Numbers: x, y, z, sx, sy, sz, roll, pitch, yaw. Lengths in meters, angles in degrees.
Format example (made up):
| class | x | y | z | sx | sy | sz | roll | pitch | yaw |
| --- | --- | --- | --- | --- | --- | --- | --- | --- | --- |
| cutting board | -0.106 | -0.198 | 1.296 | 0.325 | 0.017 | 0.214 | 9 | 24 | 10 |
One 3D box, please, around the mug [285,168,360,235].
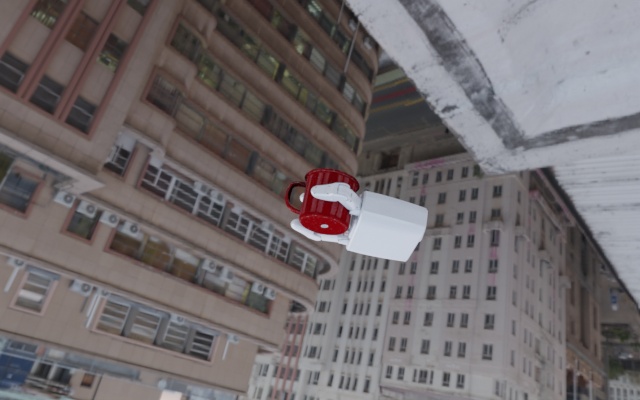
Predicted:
| class | x | y | z | sx | sy | sz | roll | pitch | yaw |
| --- | --- | --- | --- | --- | --- | --- | --- | --- | --- |
| mug | -0.001 | 0.002 | 0.776 | 0.117 | 0.081 | 0.093 | 13 | -24 | -2 |
